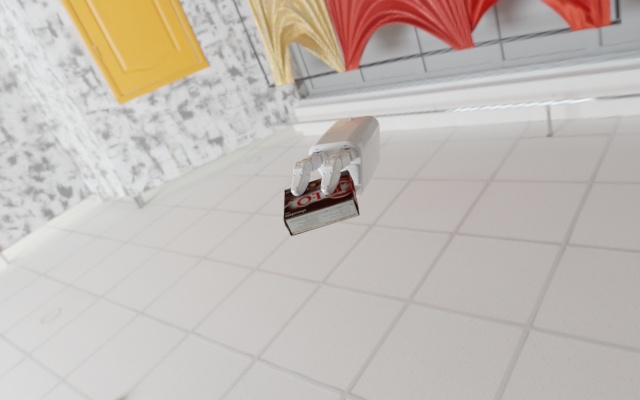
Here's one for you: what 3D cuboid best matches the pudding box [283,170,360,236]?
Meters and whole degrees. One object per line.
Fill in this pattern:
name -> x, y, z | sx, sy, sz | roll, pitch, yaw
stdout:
pudding box -> 0.000, 0.003, 0.740 | 0.113, 0.039, 0.090 | -19, 29, 8
